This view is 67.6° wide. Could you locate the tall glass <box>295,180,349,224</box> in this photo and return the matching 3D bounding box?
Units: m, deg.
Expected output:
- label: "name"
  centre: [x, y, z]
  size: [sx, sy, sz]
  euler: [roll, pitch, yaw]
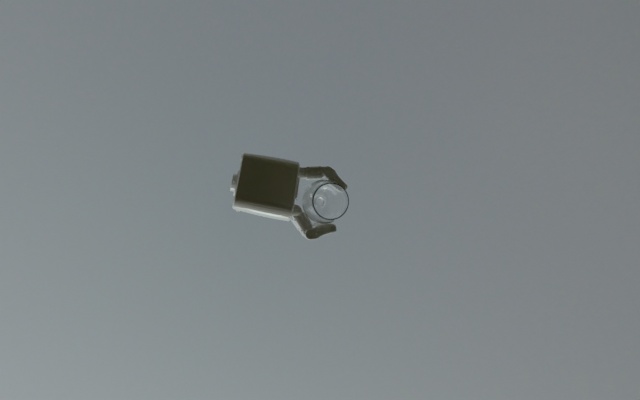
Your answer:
- label: "tall glass"
  centre: [0.000, 0.003, 0.880]
  size: [0.079, 0.079, 0.201]
  euler: [0, -1, -10]
